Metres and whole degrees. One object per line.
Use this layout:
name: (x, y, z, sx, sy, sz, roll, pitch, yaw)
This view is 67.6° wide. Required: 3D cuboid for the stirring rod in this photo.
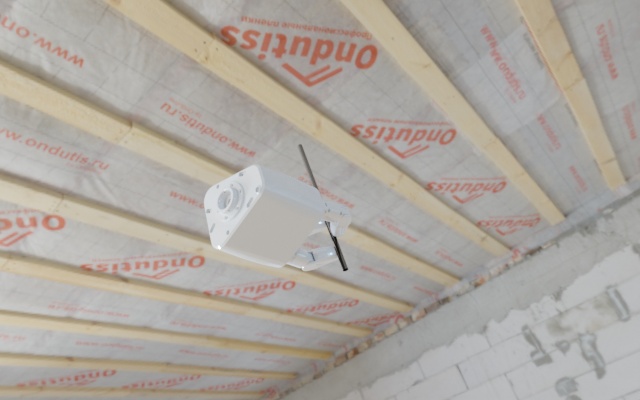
stirring rod: (0.000, 0.002, 0.724, 0.011, 0.239, 0.011, -14, -35, -10)
